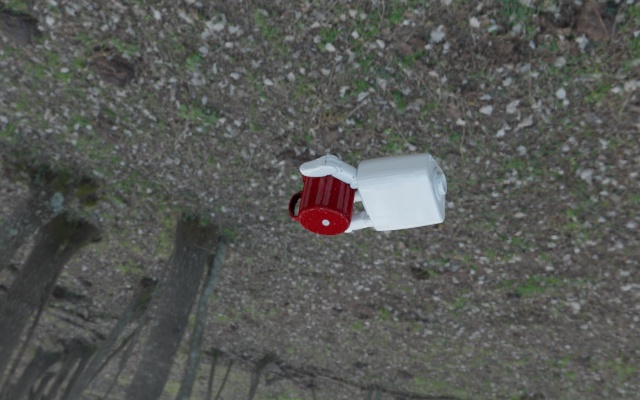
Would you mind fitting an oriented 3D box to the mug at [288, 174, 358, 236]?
[{"bbox_3d":[-0.001,0.003,0.745,0.117,0.081,0.093,-9,-38,27],"label":"mug"}]
